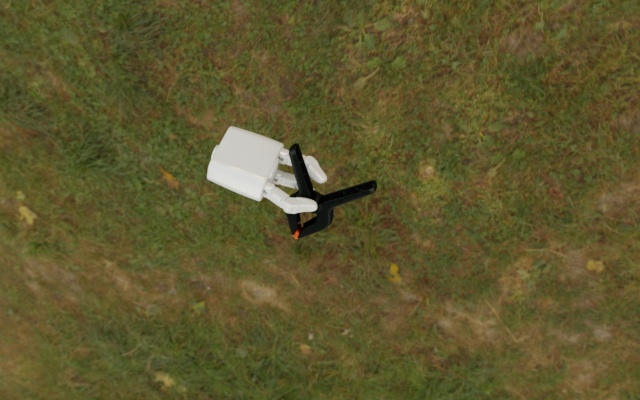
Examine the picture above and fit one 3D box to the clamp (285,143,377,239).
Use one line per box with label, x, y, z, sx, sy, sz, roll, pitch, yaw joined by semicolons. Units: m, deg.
clamp;0.000;0.004;0.879;0.164;0.210;0.036;21;43;0
